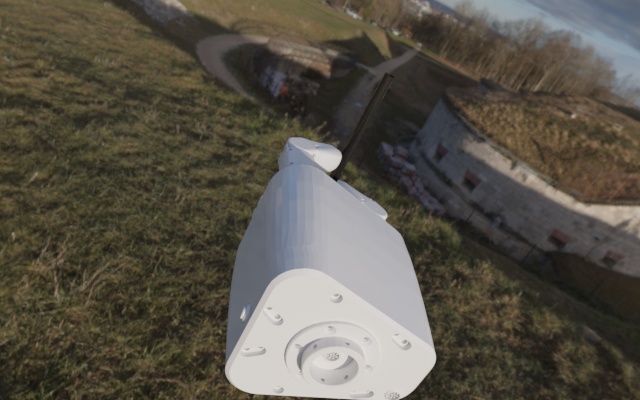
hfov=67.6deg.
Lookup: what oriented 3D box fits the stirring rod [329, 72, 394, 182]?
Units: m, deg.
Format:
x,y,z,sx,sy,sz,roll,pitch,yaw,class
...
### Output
x,y,z,sx,sy,sz,roll,pitch,yaw,class
0.000,0.001,0.409,0.011,0.240,0.011,23,27,-12,stirring rod
